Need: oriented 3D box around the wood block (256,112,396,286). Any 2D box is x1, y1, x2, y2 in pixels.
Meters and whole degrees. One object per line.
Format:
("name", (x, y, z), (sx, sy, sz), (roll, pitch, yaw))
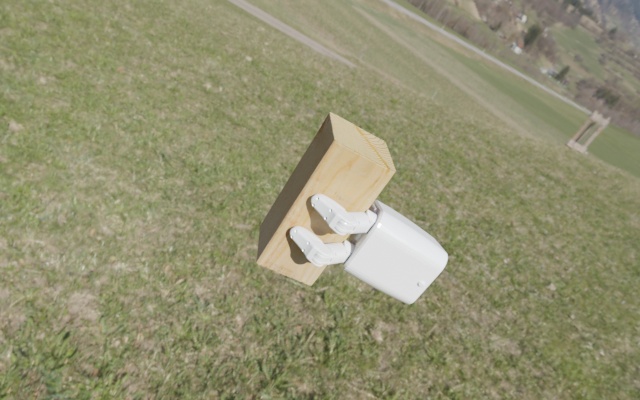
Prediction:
("wood block", (0.001, 0.002, 0.640), (0.090, 0.206, 0.090), (25, 28, -17))
